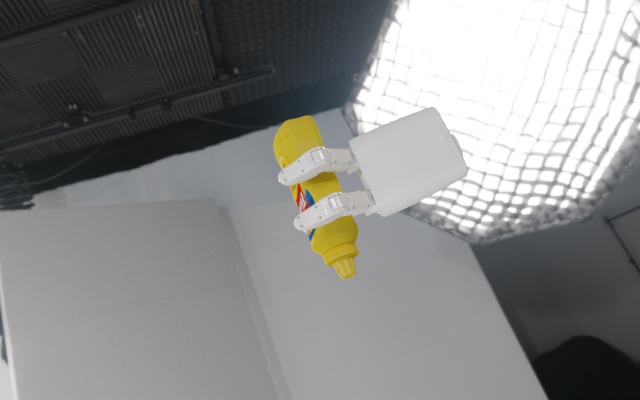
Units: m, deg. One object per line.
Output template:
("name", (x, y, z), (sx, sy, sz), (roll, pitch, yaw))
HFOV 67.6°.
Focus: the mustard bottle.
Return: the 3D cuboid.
("mustard bottle", (0.000, 0.002, 0.570), (0.058, 0.191, 0.096), (-16, -20, -17))
